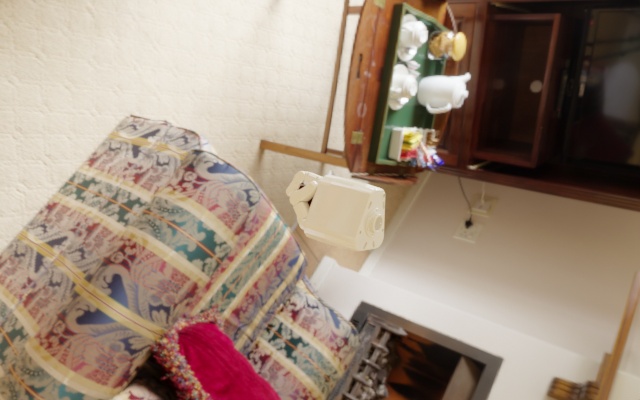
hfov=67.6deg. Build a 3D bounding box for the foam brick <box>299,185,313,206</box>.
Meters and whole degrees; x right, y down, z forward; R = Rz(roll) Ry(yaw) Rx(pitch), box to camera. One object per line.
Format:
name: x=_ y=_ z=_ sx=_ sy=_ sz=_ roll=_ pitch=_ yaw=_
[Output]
foam brick: x=0.000 y=0.003 z=0.879 sx=0.051 sy=0.053 sz=0.078 roll=15 pitch=9 yaw=36
